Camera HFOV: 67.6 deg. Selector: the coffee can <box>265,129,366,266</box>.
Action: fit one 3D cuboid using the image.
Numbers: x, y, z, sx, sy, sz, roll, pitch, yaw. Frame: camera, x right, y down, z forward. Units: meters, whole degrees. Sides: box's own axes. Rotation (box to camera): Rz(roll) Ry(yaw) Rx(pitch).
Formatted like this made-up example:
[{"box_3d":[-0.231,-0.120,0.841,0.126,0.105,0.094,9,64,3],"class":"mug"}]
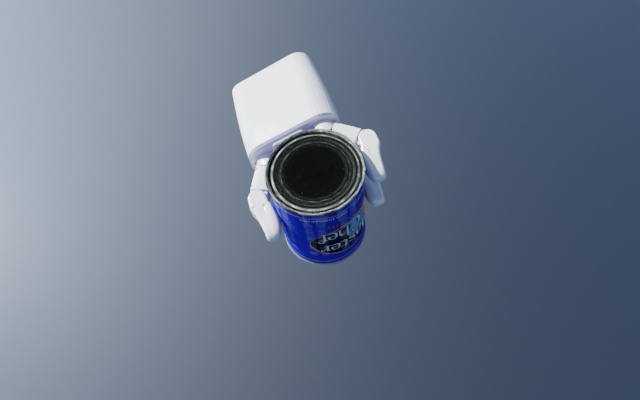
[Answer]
[{"box_3d":[0.000,0.002,0.540,0.103,0.102,0.140,0,-28,5],"class":"coffee can"}]
